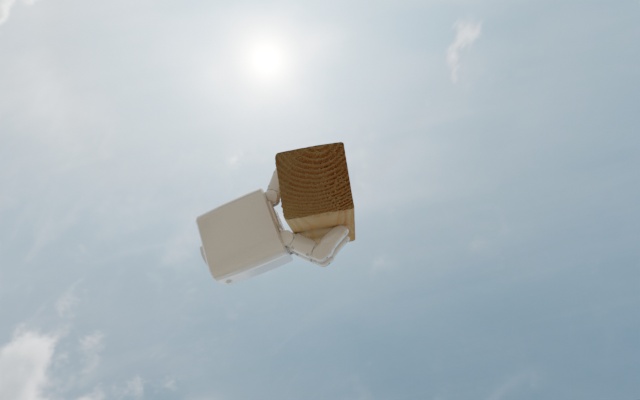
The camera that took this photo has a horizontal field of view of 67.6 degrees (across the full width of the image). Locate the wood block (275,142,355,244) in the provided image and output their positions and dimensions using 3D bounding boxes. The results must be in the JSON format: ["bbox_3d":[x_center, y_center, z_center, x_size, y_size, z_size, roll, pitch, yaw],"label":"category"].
[{"bbox_3d":[0.000,0.002,0.684,0.090,0.090,0.206,-10,-16,2],"label":"wood block"}]
